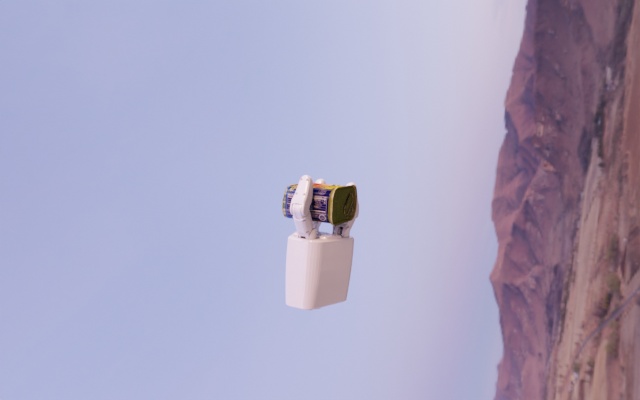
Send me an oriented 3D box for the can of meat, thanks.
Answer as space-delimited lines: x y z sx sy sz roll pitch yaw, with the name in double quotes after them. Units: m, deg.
0.000 0.002 0.742 0.084 0.057 0.102 6 8 24 "can of meat"
